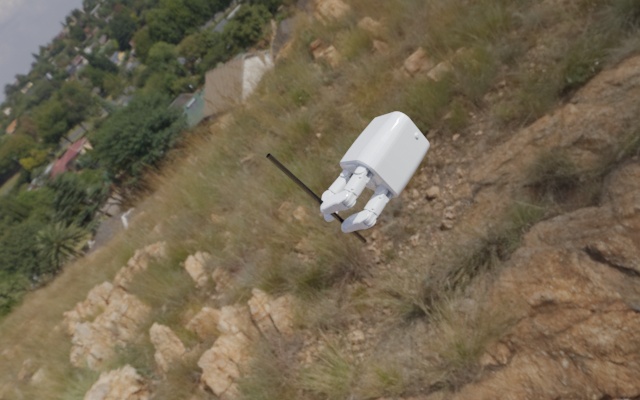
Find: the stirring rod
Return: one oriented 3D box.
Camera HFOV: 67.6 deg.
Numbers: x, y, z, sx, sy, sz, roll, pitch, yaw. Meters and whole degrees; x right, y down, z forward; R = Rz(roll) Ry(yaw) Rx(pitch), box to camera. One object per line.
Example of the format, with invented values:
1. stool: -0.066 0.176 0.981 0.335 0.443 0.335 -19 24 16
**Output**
1. stirring rod: 0.000 0.002 0.754 0.011 0.011 0.240 0 -34 50
